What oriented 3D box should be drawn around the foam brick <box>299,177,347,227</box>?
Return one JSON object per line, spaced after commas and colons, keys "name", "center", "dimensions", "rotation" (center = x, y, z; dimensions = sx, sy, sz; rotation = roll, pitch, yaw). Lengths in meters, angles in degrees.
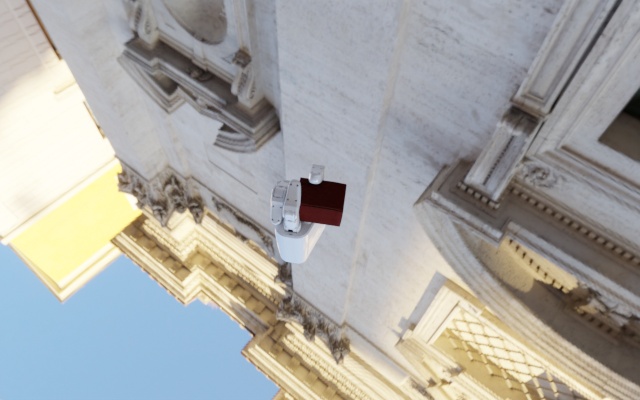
{"name": "foam brick", "center": [0.000, 0.003, 0.763], "dimensions": [0.078, 0.053, 0.051], "rotation": [9, -33, 4]}
